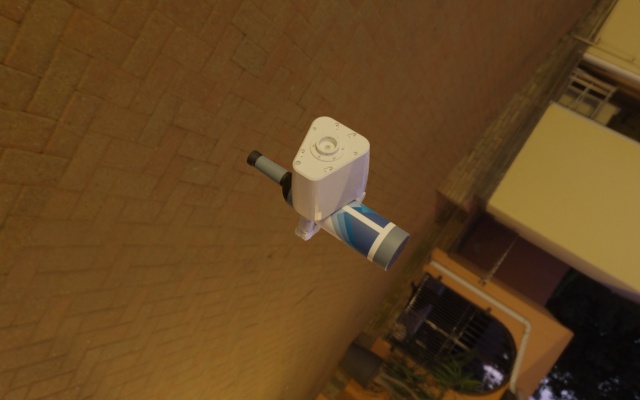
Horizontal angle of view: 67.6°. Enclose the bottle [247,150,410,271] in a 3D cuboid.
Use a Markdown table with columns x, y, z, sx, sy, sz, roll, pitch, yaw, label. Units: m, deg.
| x | y | z | sx | sy | sz | roll | pitch | yaw | label |
| --- | --- | --- | --- | --- | --- | --- | --- | --- | --- |
| 0.000 | 0.003 | 0.767 | 0.295 | 0.069 | 0.069 | 33 | 11 | 18 | bottle |
